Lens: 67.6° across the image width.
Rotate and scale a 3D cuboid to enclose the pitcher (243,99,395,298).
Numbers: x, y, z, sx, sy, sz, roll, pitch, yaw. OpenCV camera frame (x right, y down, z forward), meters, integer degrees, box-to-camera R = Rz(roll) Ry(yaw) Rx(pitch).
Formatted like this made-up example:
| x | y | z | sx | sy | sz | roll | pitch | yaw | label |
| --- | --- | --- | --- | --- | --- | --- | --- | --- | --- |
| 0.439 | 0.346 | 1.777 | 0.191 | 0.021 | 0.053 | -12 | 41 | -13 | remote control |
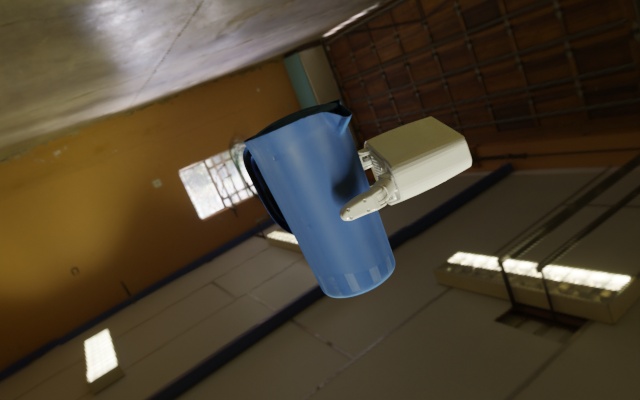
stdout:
| x | y | z | sx | sy | sz | roll | pitch | yaw | label |
| --- | --- | --- | --- | --- | --- | --- | --- | --- | --- |
| 0.000 | 0.002 | 0.635 | 0.145 | 0.243 | 0.149 | -25 | 13 | -6 | pitcher |
